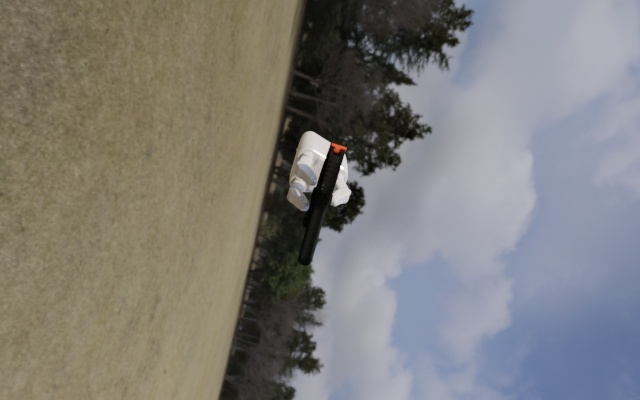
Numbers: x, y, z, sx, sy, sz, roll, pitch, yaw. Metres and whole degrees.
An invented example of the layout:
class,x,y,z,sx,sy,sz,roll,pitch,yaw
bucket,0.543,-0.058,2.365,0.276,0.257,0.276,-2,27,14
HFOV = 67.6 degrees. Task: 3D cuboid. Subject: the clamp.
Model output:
class,x,y,z,sx,sy,sz,roll,pitch,yaw
clamp,0.001,0.002,0.850,0.036,0.210,0.164,16,28,-6
